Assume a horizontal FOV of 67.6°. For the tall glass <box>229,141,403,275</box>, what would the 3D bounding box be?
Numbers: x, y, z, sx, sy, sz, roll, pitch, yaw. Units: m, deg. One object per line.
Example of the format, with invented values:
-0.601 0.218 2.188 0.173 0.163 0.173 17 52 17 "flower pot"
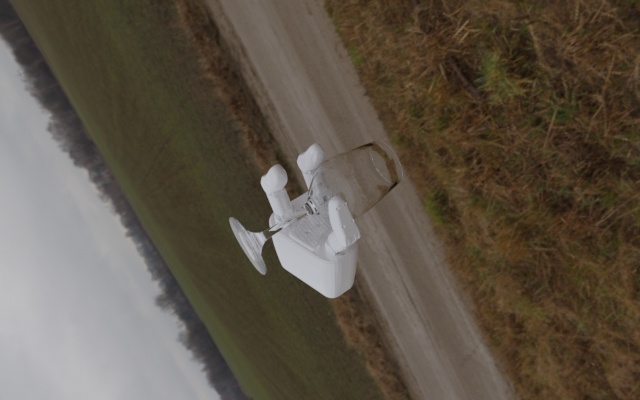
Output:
0.000 0.002 0.555 0.201 0.079 0.079 -31 11 -19 "tall glass"
